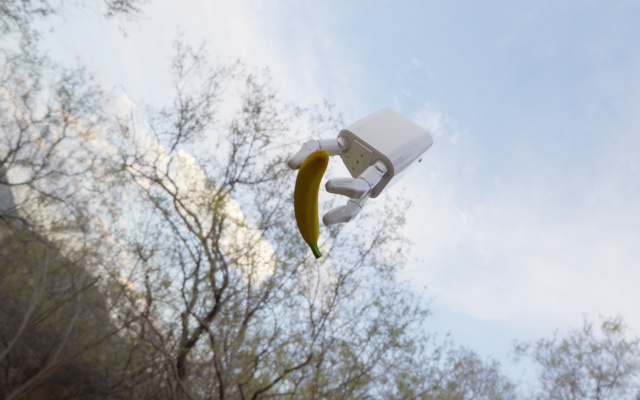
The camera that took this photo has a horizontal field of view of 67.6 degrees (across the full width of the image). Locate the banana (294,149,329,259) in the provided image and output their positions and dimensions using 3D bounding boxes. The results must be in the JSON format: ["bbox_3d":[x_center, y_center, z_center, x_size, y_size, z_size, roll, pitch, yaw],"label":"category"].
[{"bbox_3d":[-0.012,-0.004,0.706,0.037,0.198,0.069,-29,48,-31],"label":"banana"}]
